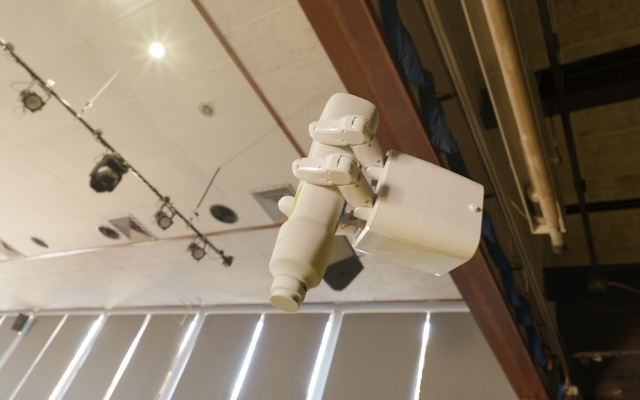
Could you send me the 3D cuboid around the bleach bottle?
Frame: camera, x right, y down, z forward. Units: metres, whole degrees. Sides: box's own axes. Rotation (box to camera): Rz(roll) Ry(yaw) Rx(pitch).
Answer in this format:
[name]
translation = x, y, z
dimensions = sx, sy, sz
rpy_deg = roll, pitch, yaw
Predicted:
[bleach bottle]
translation = 0.000, 0.002, 0.497
dimensions = 0.068, 0.250, 0.103
rpy_deg = 20, -38, 0
